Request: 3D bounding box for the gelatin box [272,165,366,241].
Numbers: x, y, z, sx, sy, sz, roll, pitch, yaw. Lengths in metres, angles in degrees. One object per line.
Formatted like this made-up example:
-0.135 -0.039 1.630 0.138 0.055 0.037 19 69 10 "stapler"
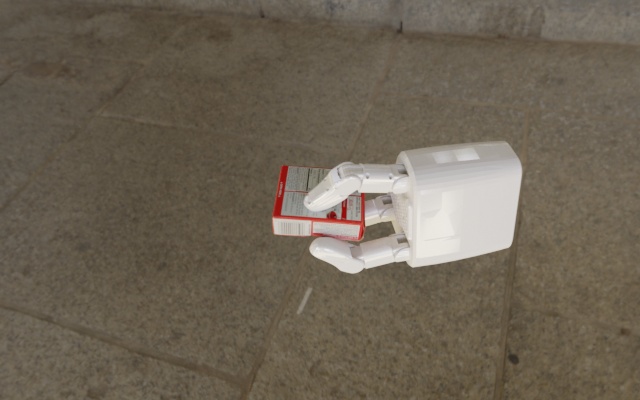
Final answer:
0.000 0.001 0.479 0.089 0.073 0.030 4 -42 1 "gelatin box"
